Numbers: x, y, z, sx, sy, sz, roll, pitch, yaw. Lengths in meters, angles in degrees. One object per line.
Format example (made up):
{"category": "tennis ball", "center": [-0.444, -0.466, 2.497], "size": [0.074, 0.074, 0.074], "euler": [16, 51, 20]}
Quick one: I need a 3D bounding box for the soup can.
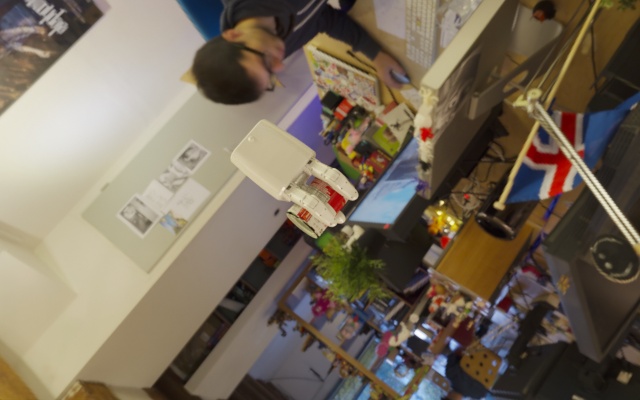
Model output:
{"category": "soup can", "center": [0.000, 0.003, 0.785], "size": [0.068, 0.102, 0.068], "euler": [36, -13, 10]}
